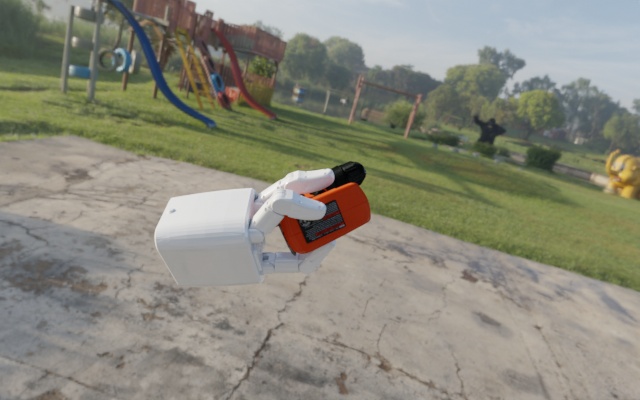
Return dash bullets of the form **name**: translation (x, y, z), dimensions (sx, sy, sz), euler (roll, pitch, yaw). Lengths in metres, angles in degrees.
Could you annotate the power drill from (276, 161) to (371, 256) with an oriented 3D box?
- **power drill**: translation (0.000, 0.002, 0.633), dimensions (0.184, 0.057, 0.187), euler (-27, 12, -9)
